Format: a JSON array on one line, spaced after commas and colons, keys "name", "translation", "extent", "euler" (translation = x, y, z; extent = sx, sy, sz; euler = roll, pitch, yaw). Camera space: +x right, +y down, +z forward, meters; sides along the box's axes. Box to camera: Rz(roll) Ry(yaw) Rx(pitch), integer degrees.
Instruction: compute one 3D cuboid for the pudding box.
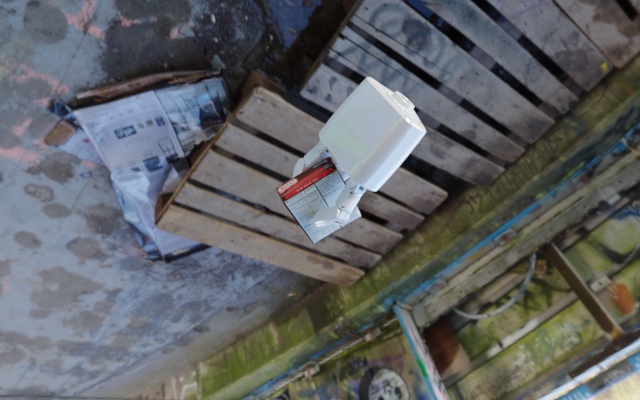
[{"name": "pudding box", "translation": [0.000, 0.002, 0.695], "extent": [0.090, 0.114, 0.039], "euler": [-30, 43, 2]}]
